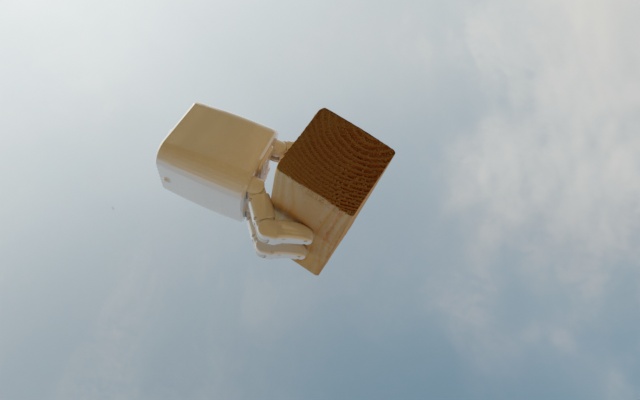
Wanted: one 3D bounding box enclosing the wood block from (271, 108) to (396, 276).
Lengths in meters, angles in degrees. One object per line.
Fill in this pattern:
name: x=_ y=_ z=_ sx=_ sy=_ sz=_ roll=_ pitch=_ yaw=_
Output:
wood block: x=0.000 y=0.001 z=0.552 sx=0.090 sy=0.090 sz=0.206 roll=32 pitch=-25 yaw=5
